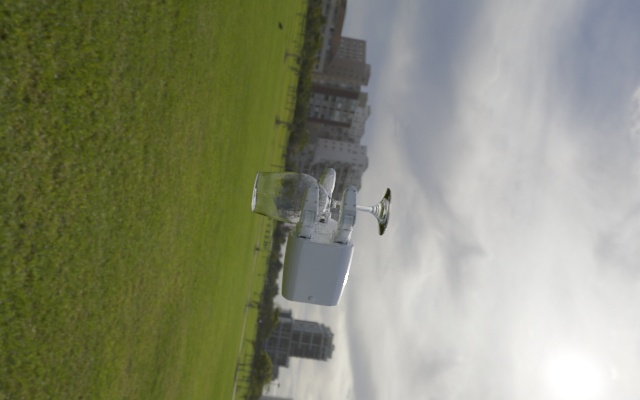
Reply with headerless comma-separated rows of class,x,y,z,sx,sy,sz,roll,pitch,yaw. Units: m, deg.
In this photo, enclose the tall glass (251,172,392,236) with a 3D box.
tall glass,0.001,0.002,0.720,0.201,0.079,0.079,9,-1,-4
